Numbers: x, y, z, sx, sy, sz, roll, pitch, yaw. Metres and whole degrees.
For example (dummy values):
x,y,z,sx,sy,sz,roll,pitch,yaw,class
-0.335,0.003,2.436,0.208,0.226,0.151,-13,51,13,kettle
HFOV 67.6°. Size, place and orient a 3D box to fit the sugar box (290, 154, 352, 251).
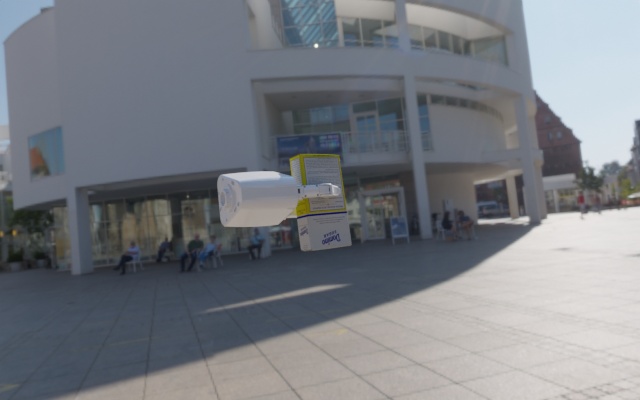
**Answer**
x,y,z,sx,sy,sz,roll,pitch,yaw,class
0.000,0.003,0.892,0.093,0.176,0.048,-3,-5,-33,sugar box
